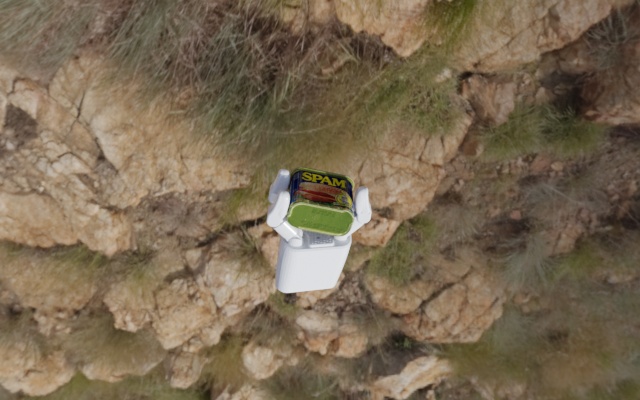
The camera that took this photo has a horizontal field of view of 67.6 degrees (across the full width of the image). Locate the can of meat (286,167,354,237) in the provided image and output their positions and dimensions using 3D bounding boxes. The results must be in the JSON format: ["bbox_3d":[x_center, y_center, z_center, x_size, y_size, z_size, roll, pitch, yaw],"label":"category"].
[{"bbox_3d":[0.000,0.003,0.717,0.102,0.057,0.084,11,38,-8],"label":"can of meat"}]
